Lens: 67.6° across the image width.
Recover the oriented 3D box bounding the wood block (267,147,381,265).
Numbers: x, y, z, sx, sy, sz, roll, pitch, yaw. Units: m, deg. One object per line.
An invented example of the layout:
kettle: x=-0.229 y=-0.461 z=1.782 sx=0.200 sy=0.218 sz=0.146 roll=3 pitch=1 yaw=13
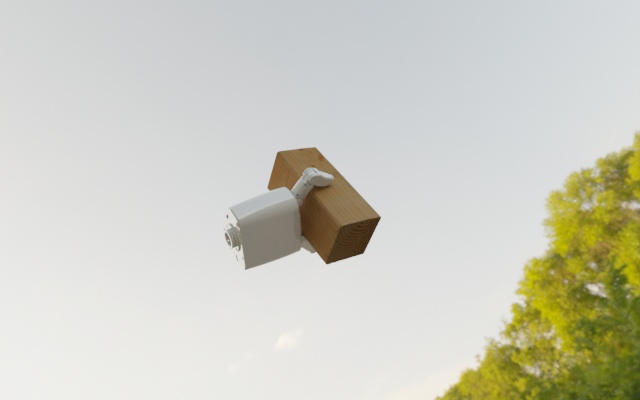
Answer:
wood block: x=0.000 y=0.003 z=0.847 sx=0.090 sy=0.091 sz=0.206 roll=-11 pitch=46 yaw=-36
